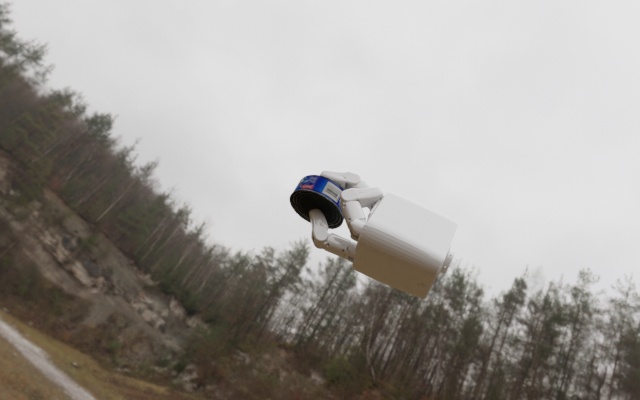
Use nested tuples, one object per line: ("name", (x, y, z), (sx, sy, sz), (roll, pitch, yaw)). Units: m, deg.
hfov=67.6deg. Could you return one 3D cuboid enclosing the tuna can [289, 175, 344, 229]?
("tuna can", (0.000, 0.002, 0.699), (0.086, 0.033, 0.086), (21, -32, 14))
